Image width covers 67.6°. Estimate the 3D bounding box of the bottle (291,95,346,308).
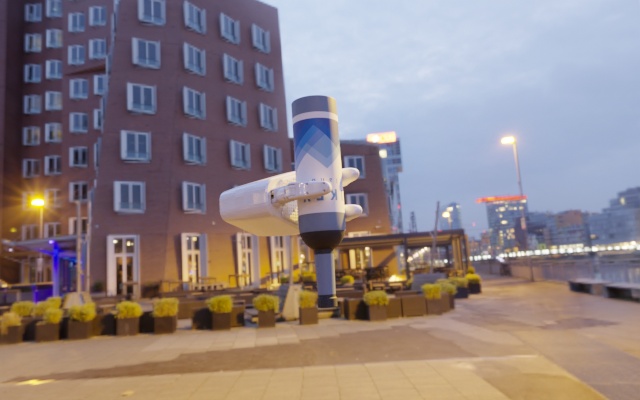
[{"bbox_3d":[0.000,0.002,0.680,0.069,0.295,0.069,-4,-8,-1],"label":"bottle"}]
